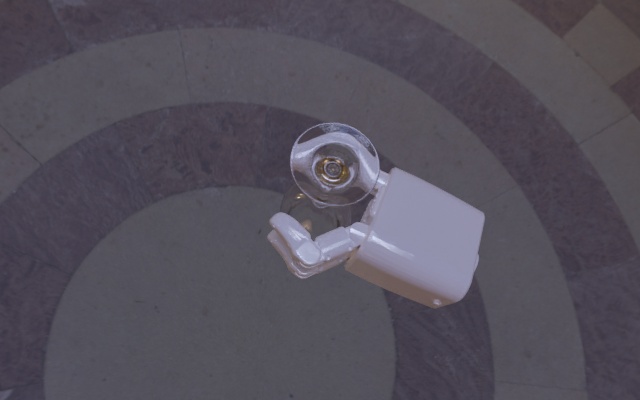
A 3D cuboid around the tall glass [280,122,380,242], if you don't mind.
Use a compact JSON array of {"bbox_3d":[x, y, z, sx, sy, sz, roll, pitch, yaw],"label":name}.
[{"bbox_3d":[0.000,0.001,0.478,0.079,0.079,0.201,0,-18,-8],"label":"tall glass"}]
